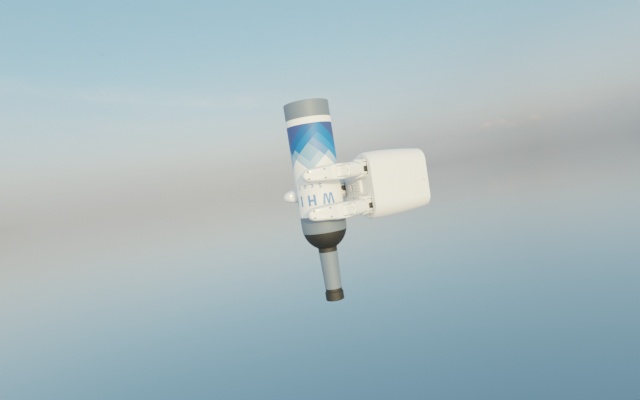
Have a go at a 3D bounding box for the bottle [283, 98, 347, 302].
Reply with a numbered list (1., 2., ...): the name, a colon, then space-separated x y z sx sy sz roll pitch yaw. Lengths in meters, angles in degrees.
1. bottle: 0.000 0.002 0.708 0.069 0.296 0.069 -9 2 0
